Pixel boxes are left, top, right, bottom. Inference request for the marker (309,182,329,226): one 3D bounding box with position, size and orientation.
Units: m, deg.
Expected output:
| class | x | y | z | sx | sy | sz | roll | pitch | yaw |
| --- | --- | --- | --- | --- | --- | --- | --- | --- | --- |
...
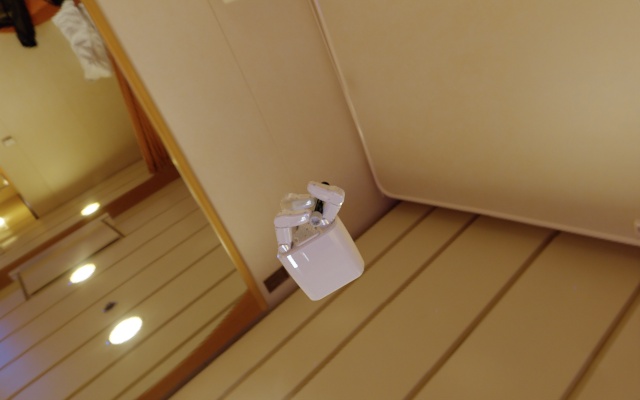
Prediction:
| class | x | y | z | sx | sy | sz | roll | pitch | yaw |
| --- | --- | --- | --- | --- | --- | --- | --- | --- | --- |
| marker | 0.000 | 0.003 | 0.781 | 0.020 | 0.020 | 0.121 | 0 | 30 | 9 |
